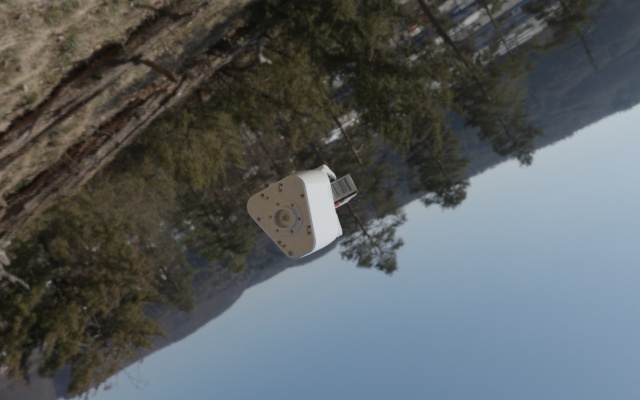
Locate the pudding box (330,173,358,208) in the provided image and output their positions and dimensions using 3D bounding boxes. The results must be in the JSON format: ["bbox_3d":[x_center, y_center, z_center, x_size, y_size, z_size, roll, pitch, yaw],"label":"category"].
[{"bbox_3d":[0.000,0.003,0.801,0.113,0.039,0.090,-25,-5,-11],"label":"pudding box"}]
